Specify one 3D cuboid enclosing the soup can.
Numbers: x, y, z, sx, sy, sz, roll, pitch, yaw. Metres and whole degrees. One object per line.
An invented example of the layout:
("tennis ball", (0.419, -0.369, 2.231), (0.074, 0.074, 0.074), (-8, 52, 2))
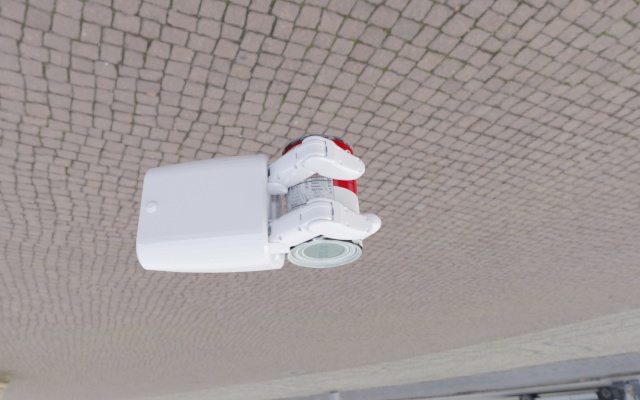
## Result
("soup can", (0.001, 0.002, 0.428), (0.068, 0.102, 0.068), (-3, -27, -1))
